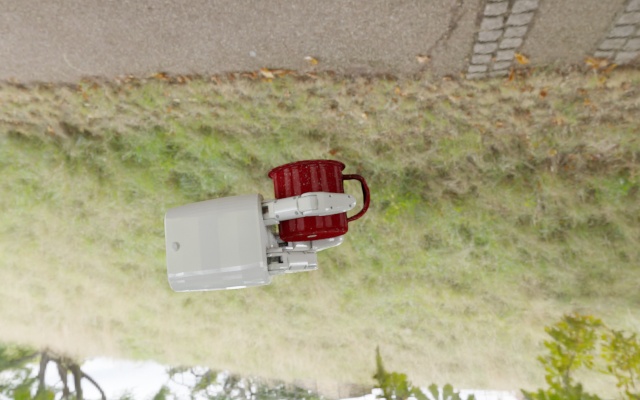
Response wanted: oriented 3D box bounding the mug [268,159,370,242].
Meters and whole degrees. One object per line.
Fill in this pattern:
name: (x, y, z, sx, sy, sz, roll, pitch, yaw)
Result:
mug: (0.002, 0.002, 0.559, 0.117, 0.081, 0.093, -8, -10, 4)
